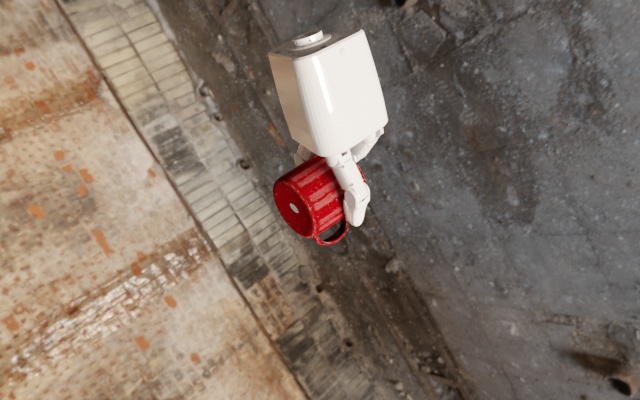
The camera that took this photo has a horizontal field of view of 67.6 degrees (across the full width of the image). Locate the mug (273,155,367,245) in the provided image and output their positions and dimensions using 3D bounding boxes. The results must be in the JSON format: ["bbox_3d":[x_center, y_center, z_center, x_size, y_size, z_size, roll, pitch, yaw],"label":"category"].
[{"bbox_3d":[0.000,0.003,0.583,0.081,0.117,0.093,-33,31,-29],"label":"mug"}]
